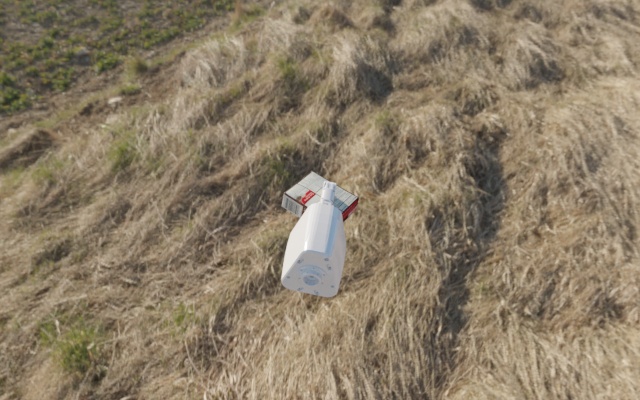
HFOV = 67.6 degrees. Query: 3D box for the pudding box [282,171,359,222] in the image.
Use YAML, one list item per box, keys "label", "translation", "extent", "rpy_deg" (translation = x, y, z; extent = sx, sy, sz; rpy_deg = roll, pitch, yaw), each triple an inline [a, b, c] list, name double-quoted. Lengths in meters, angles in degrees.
- label: "pudding box"
  translation: [0.000, 0.003, 0.875]
  extent: [0.113, 0.039, 0.090]
  rpy_deg: [32, 46, 19]
